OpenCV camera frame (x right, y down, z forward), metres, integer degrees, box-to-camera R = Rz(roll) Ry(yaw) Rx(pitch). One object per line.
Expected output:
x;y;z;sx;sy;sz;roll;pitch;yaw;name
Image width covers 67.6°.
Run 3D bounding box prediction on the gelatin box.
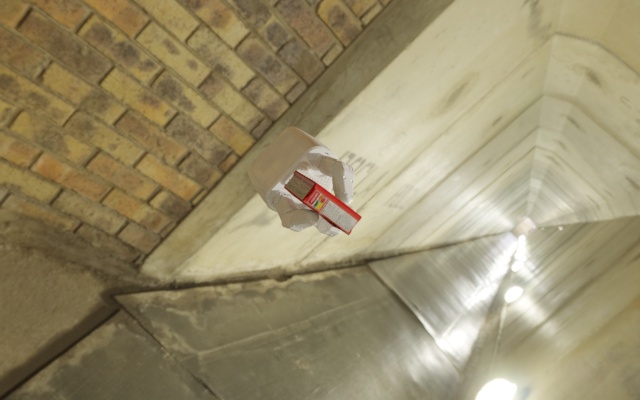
0.000;0.002;0.579;0.073;0.030;0.089;37;-2;-23;gelatin box
